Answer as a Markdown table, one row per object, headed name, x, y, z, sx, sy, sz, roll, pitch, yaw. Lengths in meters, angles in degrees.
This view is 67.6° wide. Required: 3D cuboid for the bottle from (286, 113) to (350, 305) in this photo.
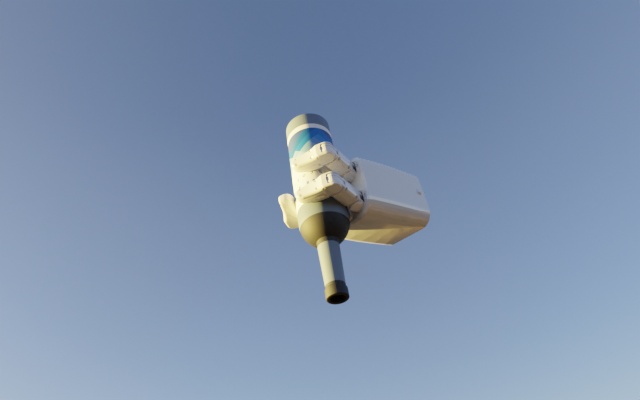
| name | x | y | z | sx | sy | sz | roll | pitch | yaw |
| --- | --- | --- | --- | --- | --- | --- | --- | --- | --- |
| bottle | 0.000 | 0.002 | 0.640 | 0.069 | 0.295 | 0.069 | -6 | -40 | -5 |
